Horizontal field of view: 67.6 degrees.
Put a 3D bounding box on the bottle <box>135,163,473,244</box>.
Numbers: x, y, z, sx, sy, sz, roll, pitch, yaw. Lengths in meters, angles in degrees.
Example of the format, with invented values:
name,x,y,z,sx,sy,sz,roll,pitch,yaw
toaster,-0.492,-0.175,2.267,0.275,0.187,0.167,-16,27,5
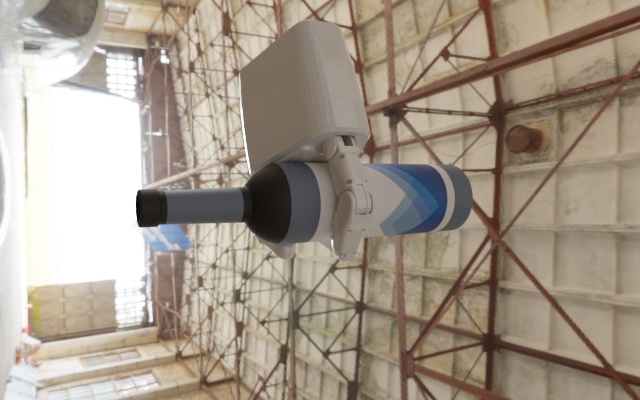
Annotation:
name,x,y,z,sx,sy,sz,roll,pitch,yaw
bottle,0.000,0.001,0.407,0.296,0.069,0.069,-2,1,-30
